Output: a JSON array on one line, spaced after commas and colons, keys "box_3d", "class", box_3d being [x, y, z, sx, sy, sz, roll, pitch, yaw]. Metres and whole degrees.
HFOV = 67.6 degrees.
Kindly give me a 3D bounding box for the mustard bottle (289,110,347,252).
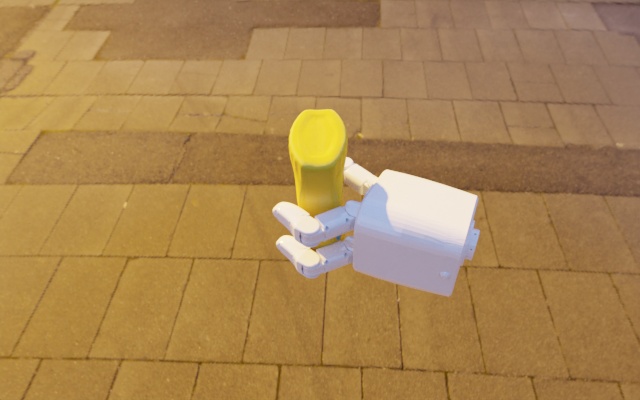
[{"box_3d": [0.000, 0.002, 0.532, 0.058, 0.096, 0.192, -2, -45, 0], "class": "mustard bottle"}]
